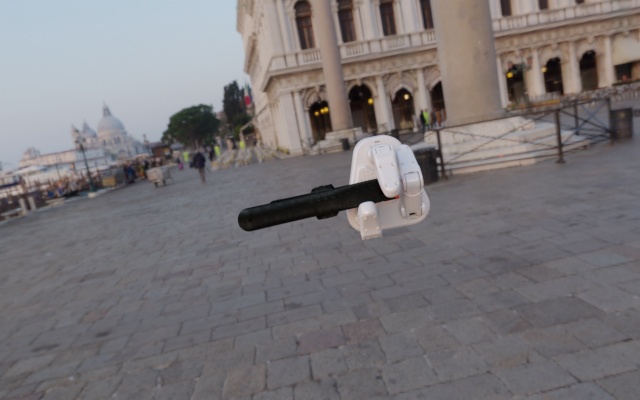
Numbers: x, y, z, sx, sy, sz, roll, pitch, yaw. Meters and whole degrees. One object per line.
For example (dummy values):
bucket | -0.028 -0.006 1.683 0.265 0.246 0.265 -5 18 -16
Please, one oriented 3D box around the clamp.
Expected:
clamp | 0.000 0.001 0.542 0.171 0.039 0.120 -10 8 3
